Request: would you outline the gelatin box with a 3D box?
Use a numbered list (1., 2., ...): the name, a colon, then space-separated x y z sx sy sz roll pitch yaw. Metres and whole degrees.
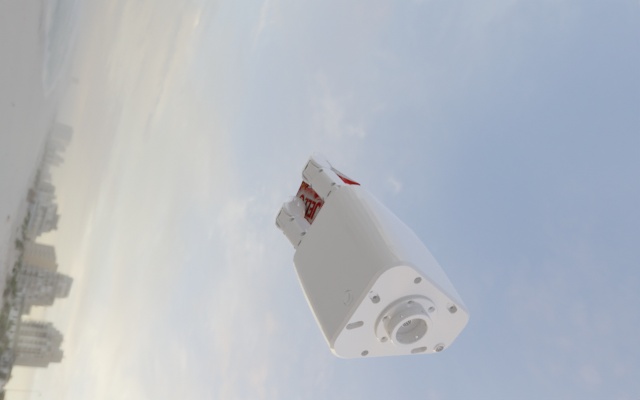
1. gelatin box: 0.000 0.002 0.501 0.030 0.073 0.089 21 8 -23
